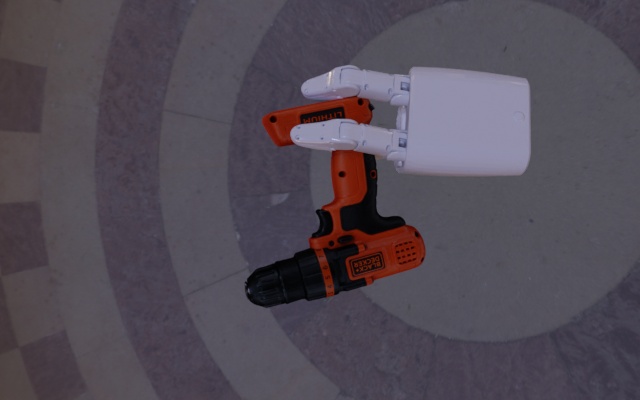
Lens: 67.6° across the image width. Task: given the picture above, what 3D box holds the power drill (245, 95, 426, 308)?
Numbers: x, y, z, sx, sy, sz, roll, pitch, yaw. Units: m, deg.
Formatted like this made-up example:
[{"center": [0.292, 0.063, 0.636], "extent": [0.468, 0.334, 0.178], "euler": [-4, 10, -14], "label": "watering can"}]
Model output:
[{"center": [0.000, 0.001, 0.470], "extent": [0.184, 0.187, 0.057], "euler": [-14, 7, -11], "label": "power drill"}]
